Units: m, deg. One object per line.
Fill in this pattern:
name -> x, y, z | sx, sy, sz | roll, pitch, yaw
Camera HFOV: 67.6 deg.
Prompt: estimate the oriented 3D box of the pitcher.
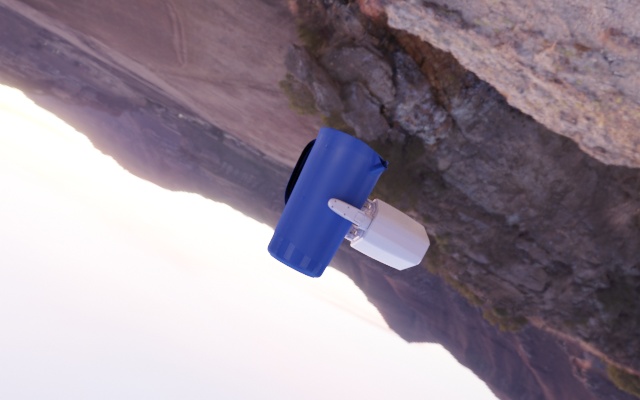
pitcher -> 0.000, 0.003, 0.835 | 0.145, 0.243, 0.149 | 28, -3, -2
